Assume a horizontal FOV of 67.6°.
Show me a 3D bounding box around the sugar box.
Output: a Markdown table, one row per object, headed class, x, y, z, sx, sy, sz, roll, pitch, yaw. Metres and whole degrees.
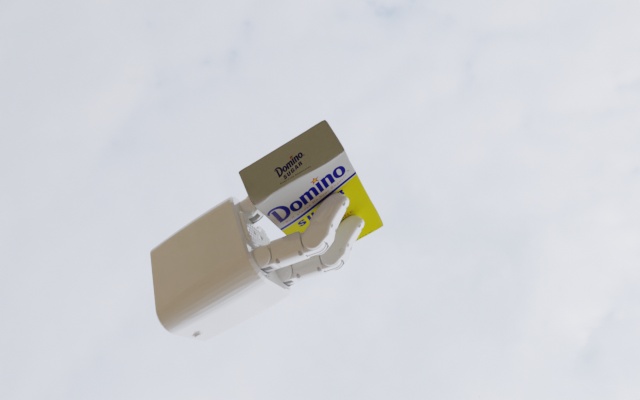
| class | x | y | z | sx | sy | sz | roll | pitch | yaw |
| --- | --- | --- | --- | --- | --- | --- | --- | --- | --- |
| sugar box | 0.000 | 0.002 | 0.481 | 0.093 | 0.048 | 0.176 | -31 | -28 | 4 |
